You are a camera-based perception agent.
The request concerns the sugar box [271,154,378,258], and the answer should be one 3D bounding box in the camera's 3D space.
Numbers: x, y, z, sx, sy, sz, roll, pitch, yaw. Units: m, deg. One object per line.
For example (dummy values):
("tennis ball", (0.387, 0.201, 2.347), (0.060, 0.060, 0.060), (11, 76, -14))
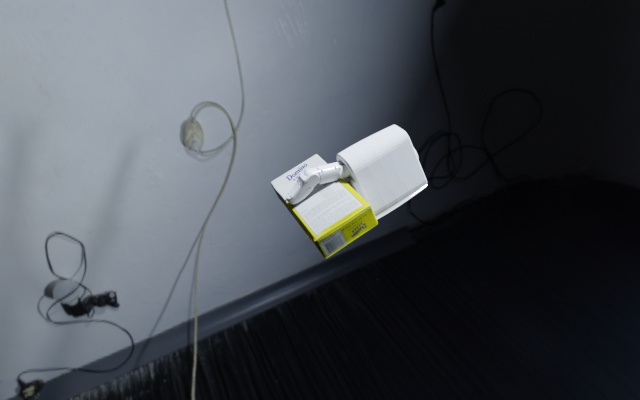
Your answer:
("sugar box", (0.000, 0.003, 0.722), (0.093, 0.048, 0.176), (-32, 37, -7))
